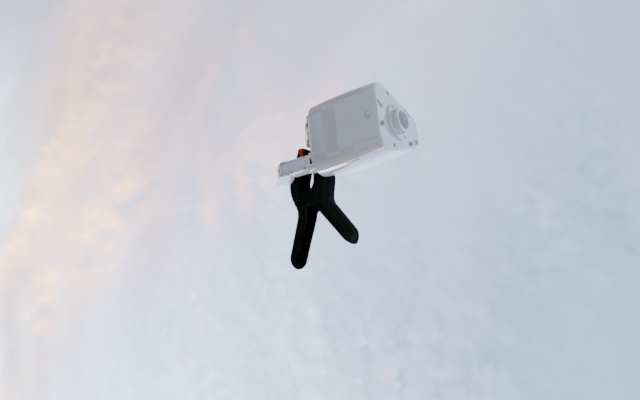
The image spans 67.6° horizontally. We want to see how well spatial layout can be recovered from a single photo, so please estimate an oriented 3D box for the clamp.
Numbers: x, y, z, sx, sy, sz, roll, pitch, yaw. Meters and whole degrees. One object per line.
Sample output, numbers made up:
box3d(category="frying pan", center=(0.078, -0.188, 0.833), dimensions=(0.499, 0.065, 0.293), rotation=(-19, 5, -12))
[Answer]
box3d(category="clamp", center=(0.000, 0.002, 0.659), dimensions=(0.120, 0.171, 0.039), rotation=(-17, -20, 36))
